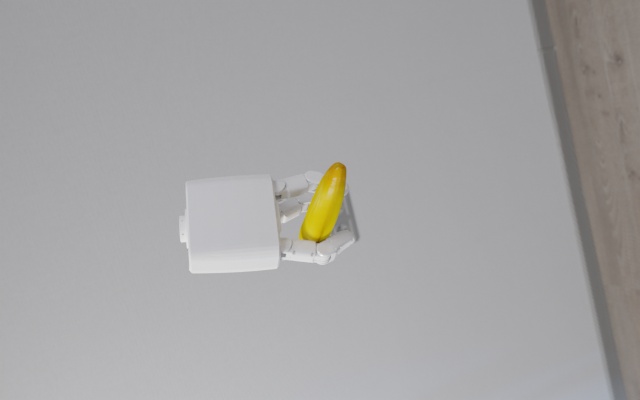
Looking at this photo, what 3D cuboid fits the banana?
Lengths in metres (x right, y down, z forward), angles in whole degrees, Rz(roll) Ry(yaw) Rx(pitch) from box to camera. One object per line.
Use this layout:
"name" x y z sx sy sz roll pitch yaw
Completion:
"banana" -0.003 0.020 0.599 0.037 0.069 0.198 10 -21 -6
